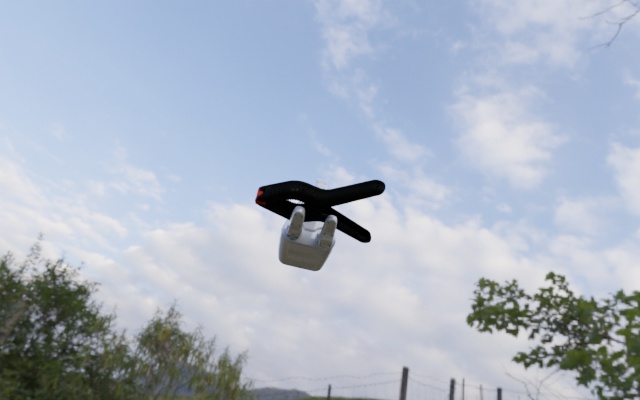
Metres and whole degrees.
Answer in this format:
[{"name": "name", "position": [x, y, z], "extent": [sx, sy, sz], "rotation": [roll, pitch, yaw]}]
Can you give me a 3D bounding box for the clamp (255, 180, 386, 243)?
[{"name": "clamp", "position": [0.000, 0.002, 0.777], "extent": [0.210, 0.036, 0.165], "rotation": [13, -36, -3]}]
